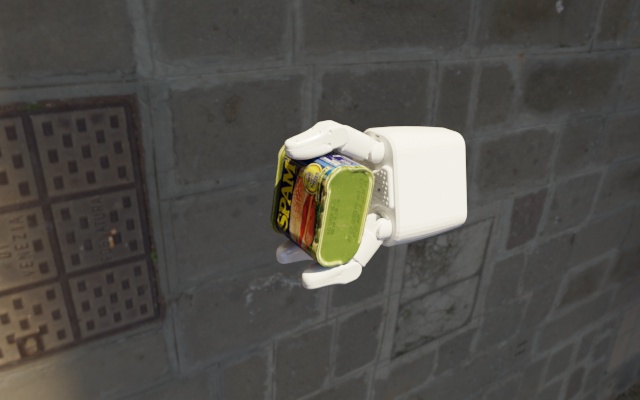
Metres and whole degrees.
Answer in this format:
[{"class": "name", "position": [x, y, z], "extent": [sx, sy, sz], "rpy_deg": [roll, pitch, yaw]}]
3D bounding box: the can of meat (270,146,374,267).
[{"class": "can of meat", "position": [0.000, 0.002, 0.455], "extent": [0.057, 0.102, 0.084], "rpy_deg": [-5, 24, -34]}]
